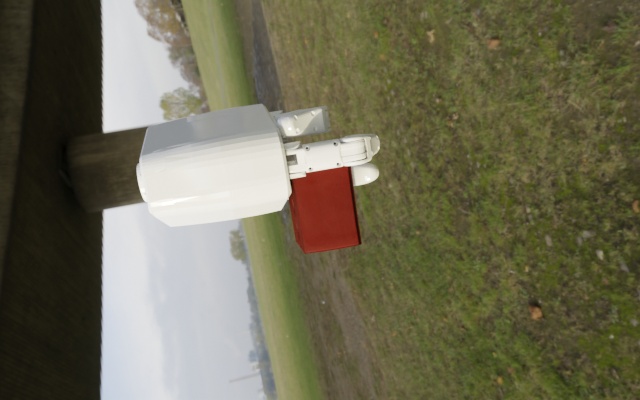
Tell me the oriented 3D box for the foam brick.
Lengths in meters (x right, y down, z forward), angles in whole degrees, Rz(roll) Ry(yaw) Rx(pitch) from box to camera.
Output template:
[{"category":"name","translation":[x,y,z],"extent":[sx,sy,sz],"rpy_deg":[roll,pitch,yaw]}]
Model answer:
[{"category":"foam brick","translation":[0.000,0.002,0.422],"extent":[0.051,0.078,0.053],"rpy_deg":[-11,10,-11]}]
